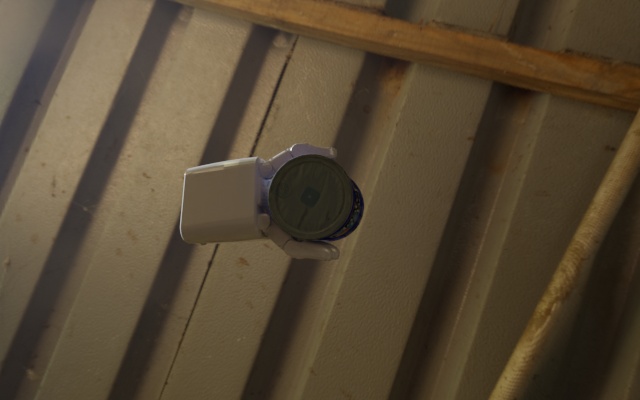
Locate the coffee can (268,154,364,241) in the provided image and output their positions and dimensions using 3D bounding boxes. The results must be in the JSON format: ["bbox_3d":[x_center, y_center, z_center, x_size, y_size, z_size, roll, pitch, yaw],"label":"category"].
[{"bbox_3d":[0.000,0.002,0.630,0.103,0.103,0.140,0,-6,11],"label":"coffee can"}]
